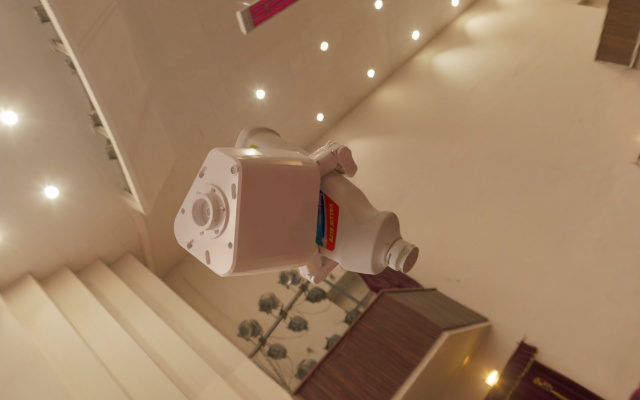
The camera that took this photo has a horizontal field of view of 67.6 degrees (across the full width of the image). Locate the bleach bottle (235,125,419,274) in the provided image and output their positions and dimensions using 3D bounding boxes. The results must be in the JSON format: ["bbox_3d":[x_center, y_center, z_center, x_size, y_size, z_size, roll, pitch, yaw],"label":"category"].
[{"bbox_3d":[0.000,0.002,0.535,0.250,0.102,0.068,28,17,34],"label":"bleach bottle"}]
